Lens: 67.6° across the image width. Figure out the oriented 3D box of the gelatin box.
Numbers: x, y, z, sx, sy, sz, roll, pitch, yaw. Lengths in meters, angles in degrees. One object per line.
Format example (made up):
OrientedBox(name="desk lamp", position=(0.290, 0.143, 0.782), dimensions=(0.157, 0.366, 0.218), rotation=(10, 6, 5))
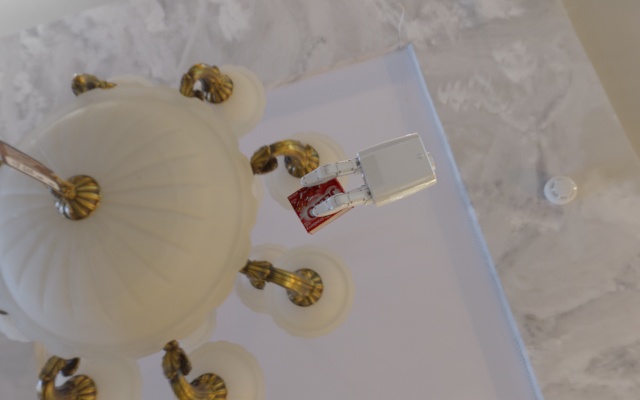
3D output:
OrientedBox(name="gelatin box", position=(0.000, 0.003, 0.800), dimensions=(0.089, 0.073, 0.030), rotation=(-34, -18, 6))
